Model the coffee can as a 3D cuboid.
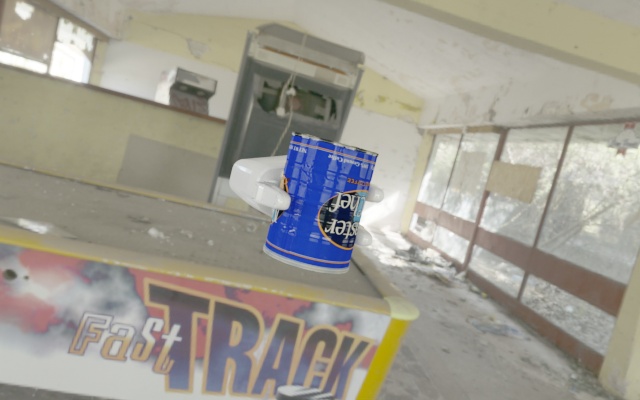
[{"bbox_3d":[0.000,0.002,0.551,0.103,0.140,0.103,14,5,-1],"label":"coffee can"}]
